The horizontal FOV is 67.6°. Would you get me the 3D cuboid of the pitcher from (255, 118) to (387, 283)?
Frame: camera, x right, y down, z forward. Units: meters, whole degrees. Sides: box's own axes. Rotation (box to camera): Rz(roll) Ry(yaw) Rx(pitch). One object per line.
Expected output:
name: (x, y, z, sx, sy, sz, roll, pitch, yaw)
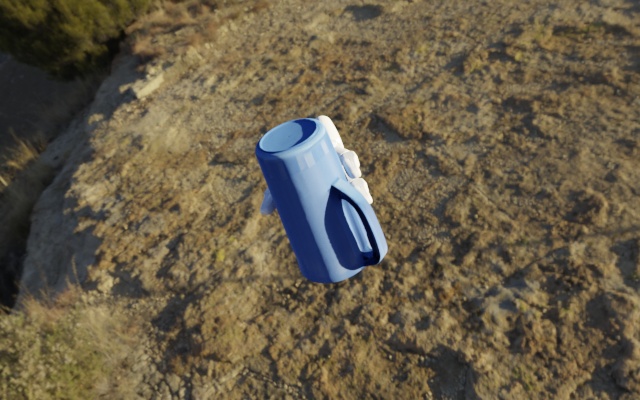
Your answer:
pitcher: (0.000, 0.002, 0.734, 0.149, 0.243, 0.145, -19, 33, 4)
